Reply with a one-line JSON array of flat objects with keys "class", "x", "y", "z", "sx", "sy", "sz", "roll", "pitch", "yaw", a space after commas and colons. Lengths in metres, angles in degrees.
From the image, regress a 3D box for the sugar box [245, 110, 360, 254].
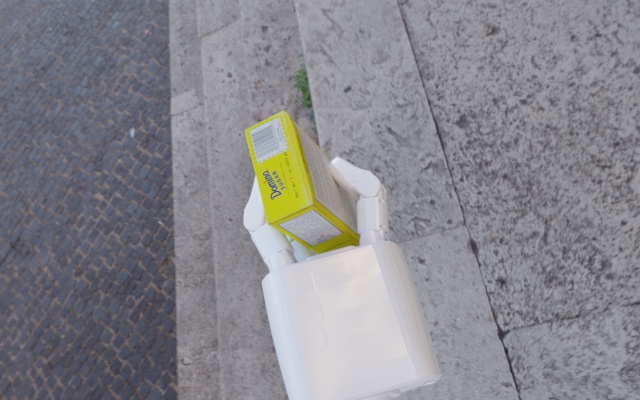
[{"class": "sugar box", "x": 0.000, "y": 0.002, "z": 0.441, "sx": 0.048, "sy": 0.093, "sz": 0.176, "roll": -23, "pitch": -28, "yaw": 13}]
